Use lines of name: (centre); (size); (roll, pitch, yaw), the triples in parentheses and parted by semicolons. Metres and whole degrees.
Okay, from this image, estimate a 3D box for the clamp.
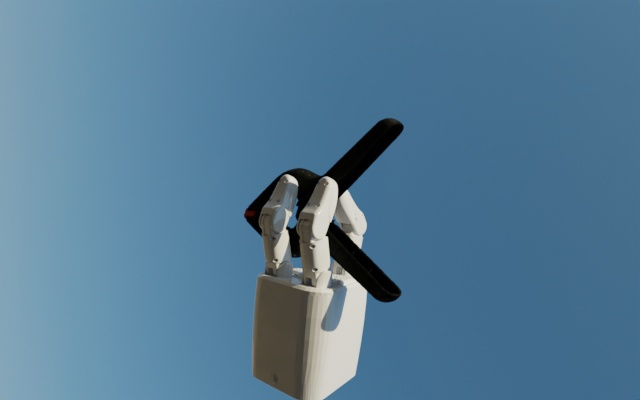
clamp: (0.000, 0.002, 0.486); (0.210, 0.164, 0.036); (6, -3, 43)
